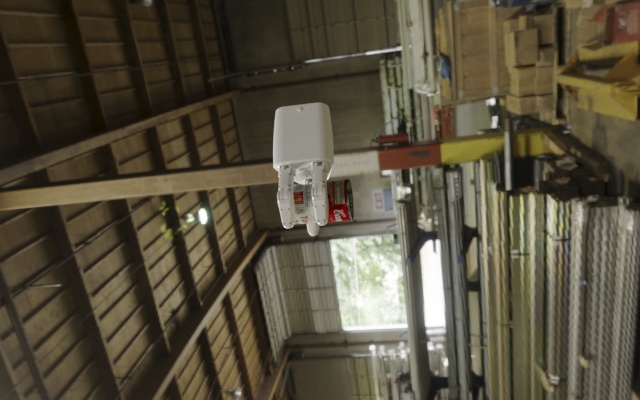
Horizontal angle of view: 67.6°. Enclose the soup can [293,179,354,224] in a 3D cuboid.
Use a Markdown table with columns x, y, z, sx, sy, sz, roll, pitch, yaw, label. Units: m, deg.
| x | y | z | sx | sy | sz | roll | pitch | yaw | label |
| --- | --- | --- | --- | --- | --- | --- | --- | --- | --- |
| 0.000 | 0.003 | 0.785 | 0.102 | 0.068 | 0.068 | -5 | -1 | 9 | soup can |
